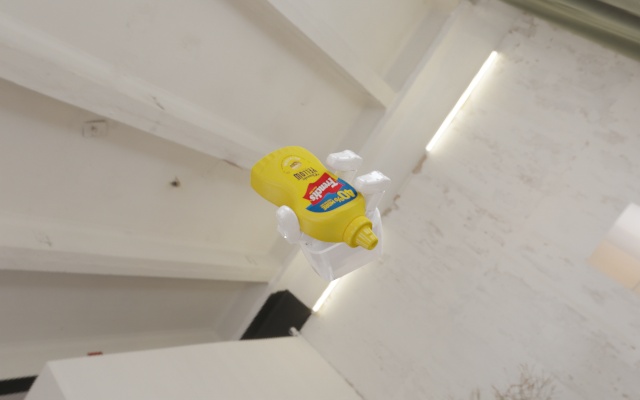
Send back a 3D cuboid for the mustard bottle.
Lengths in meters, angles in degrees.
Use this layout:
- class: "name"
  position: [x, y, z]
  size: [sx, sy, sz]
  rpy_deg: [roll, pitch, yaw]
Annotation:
- class: "mustard bottle"
  position: [0.000, 0.002, 0.620]
  size: [0.096, 0.058, 0.191]
  rpy_deg: [-26, 51, -35]
